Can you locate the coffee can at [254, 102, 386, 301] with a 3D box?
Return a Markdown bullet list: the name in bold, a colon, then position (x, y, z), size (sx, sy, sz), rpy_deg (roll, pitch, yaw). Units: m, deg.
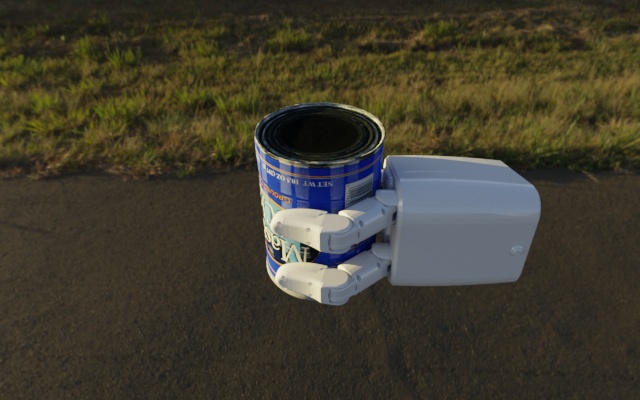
- **coffee can**: position (0.000, 0.001, 0.412), size (0.103, 0.140, 0.102), rpy_deg (0, 36, 0)
